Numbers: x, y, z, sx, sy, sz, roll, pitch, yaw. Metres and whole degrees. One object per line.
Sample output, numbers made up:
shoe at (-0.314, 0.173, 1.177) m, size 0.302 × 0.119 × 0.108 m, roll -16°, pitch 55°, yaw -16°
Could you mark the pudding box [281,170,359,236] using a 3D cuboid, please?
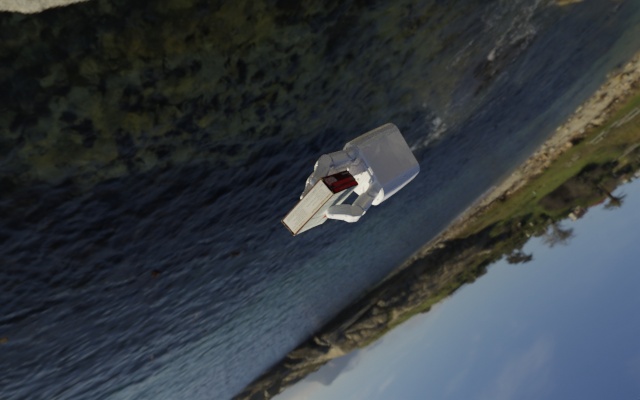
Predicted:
pudding box at (0.000, 0.003, 0.789) m, size 0.113 × 0.039 × 0.090 m, roll -48°, pitch -15°, yaw 29°
